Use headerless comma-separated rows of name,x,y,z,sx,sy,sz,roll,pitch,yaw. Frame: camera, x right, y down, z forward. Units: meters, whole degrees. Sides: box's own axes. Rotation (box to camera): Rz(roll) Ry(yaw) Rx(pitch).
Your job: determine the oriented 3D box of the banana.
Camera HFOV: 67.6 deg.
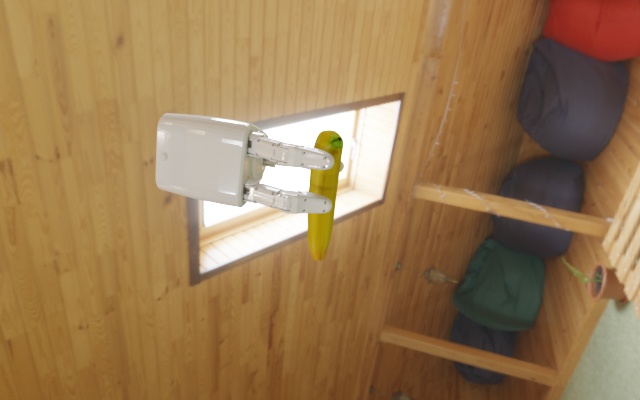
banana,0.003,-0.013,0.580,0.037,0.198,0.069,8,43,2
